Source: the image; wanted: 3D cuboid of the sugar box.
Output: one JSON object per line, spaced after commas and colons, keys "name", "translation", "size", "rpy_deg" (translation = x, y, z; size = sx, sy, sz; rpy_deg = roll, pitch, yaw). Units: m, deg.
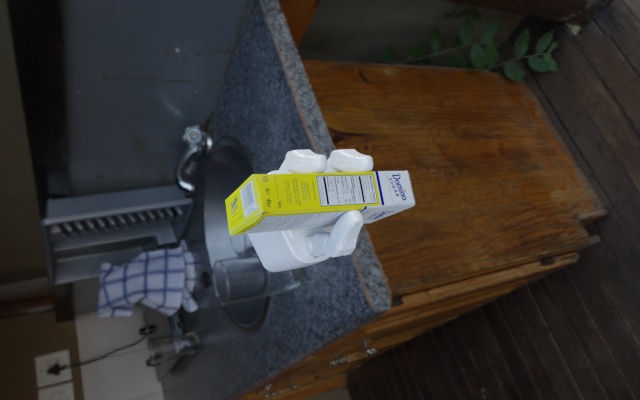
{"name": "sugar box", "translation": [0.000, 0.001, 0.499], "size": [0.176, 0.048, 0.093], "rpy_deg": [-6, -12, -30]}
